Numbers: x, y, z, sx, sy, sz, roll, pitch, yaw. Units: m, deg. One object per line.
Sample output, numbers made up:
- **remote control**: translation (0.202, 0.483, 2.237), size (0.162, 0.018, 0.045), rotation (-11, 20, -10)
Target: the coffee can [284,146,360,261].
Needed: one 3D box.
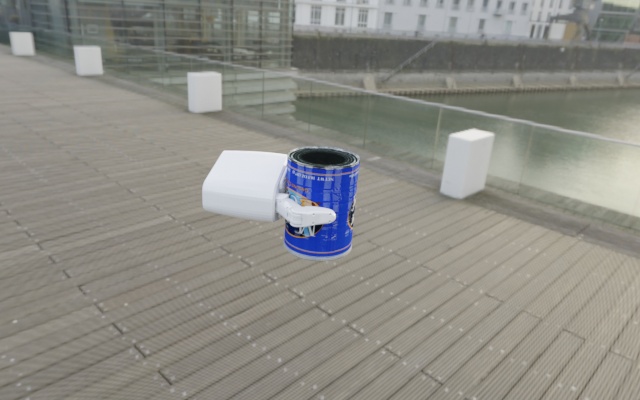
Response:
- **coffee can**: translation (0.000, 0.002, 0.693), size (0.103, 0.140, 0.102), rotation (3, 22, -1)
